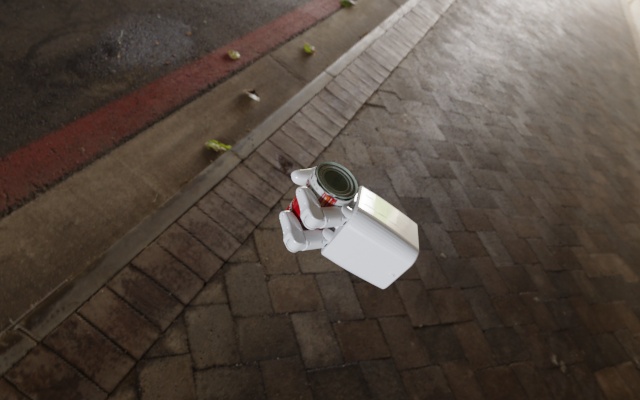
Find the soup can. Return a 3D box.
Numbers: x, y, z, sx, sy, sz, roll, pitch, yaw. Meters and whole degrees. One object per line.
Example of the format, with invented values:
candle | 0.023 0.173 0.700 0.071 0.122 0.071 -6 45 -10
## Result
soup can | 0.000 0.002 0.670 0.068 0.068 0.102 0 -37 -34
